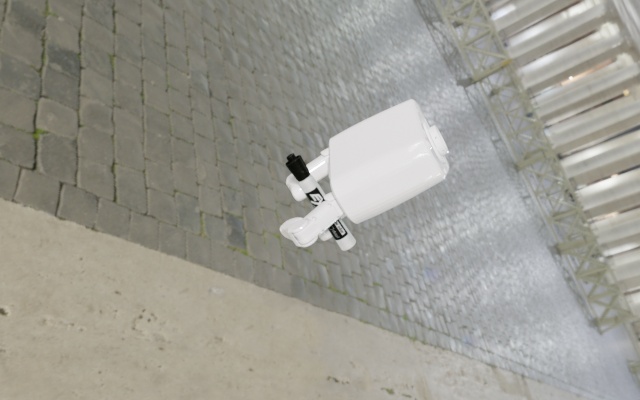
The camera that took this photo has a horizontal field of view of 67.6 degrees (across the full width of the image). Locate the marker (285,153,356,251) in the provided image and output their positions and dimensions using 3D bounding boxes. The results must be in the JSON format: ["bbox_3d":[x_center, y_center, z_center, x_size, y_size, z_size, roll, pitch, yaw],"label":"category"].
[{"bbox_3d":[0.000,0.002,0.508,0.020,0.121,0.020,-29,19,11],"label":"marker"}]
